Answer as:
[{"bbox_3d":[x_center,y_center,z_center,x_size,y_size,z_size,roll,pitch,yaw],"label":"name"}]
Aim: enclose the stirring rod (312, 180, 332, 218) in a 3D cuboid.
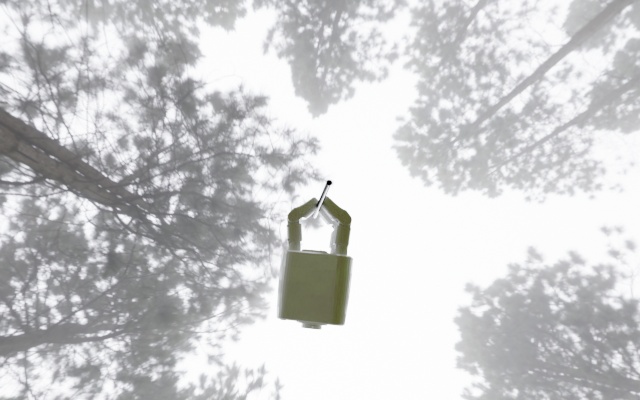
[{"bbox_3d":[0.000,0.002,0.739,0.011,0.011,0.239,0,-12,-6],"label":"stirring rod"}]
